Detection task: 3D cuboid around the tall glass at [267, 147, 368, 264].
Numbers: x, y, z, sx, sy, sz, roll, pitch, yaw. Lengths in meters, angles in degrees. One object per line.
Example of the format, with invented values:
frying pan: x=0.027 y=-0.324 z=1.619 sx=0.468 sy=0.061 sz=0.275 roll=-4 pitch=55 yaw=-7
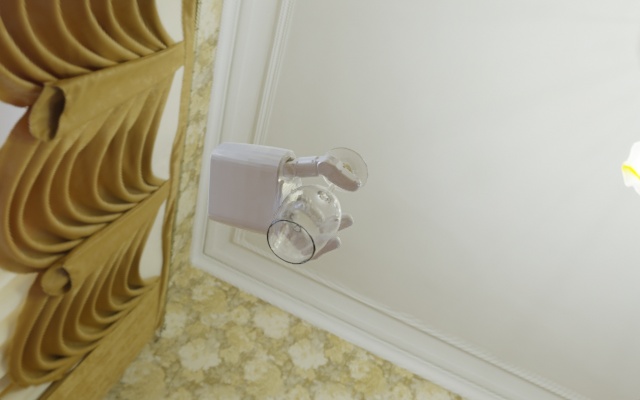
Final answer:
tall glass: x=0.000 y=0.002 z=0.632 sx=0.079 sy=0.079 sz=0.201 roll=0 pitch=28 yaw=23
